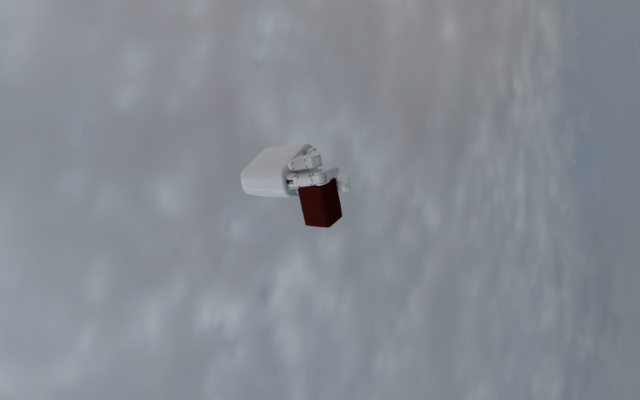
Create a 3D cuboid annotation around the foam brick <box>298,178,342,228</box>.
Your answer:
[{"bbox_3d":[0.000,0.003,0.856,0.051,0.078,0.053,0,19,32],"label":"foam brick"}]
